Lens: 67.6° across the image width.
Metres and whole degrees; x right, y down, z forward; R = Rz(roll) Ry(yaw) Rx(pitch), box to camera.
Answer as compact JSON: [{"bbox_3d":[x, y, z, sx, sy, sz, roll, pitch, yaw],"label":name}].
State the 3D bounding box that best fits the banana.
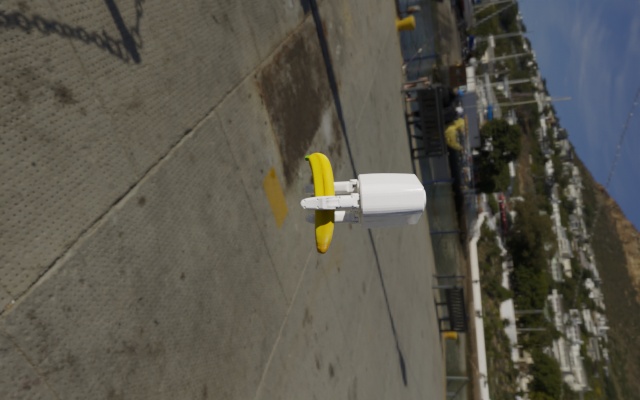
[{"bbox_3d":[0.003,-0.008,0.842,0.037,0.197,0.070,-1,-25,-12],"label":"banana"}]
